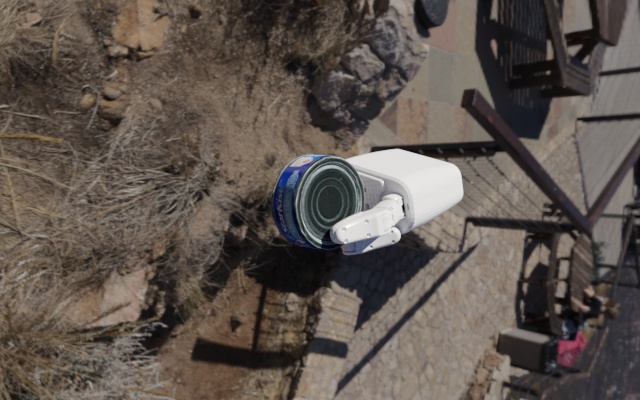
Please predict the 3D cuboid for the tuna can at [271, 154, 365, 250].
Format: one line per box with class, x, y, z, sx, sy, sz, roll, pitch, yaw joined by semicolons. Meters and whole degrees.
tuna can;0.000;0.001;0.429;0.086;0.086;0.034;0;4;-41
